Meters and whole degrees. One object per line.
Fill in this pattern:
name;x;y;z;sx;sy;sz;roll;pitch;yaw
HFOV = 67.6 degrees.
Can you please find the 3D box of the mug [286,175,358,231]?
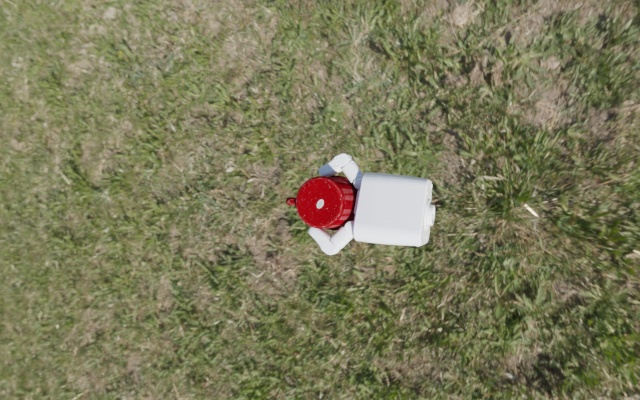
mug;-0.001;0.002;0.773;0.117;0.093;0.081;5;1;21
